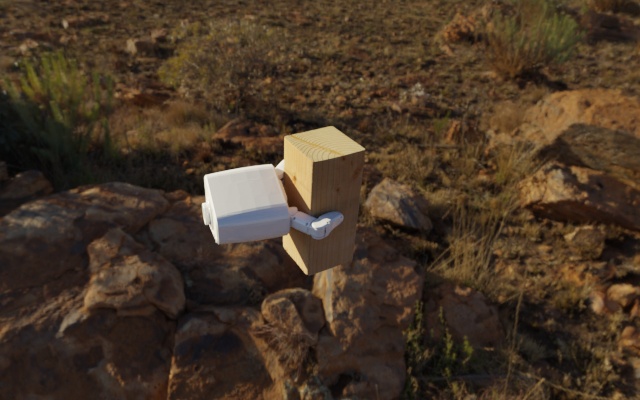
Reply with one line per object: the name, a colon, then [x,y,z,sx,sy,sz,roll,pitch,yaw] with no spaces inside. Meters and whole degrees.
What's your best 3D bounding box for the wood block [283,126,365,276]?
wood block: [0.000,0.003,0.749,0.090,0.206,0.090,-16,38,-27]
